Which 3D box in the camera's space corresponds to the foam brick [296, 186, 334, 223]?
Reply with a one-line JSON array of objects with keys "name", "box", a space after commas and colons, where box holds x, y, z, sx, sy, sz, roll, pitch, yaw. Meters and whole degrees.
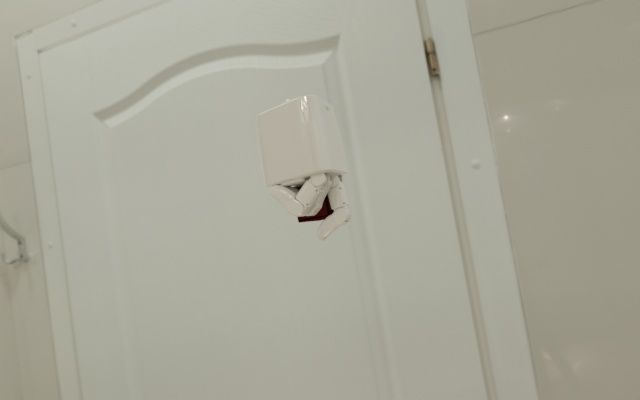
[{"name": "foam brick", "box": [0.000, 0.002, 0.719, 0.053, 0.051, 0.078, -13, -5, 20]}]
